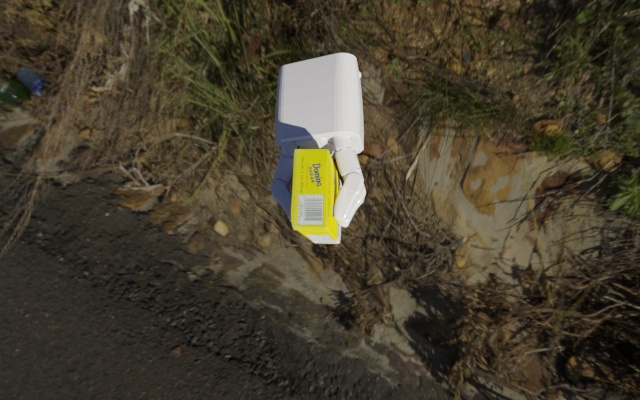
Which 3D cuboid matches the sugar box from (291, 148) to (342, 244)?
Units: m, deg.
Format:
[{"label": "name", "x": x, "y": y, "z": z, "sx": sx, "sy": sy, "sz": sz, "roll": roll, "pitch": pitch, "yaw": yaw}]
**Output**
[{"label": "sugar box", "x": 0.001, "y": 0.002, "z": 0.610, "sx": 0.048, "sy": 0.093, "sz": 0.176, "roll": 1, "pitch": -10, "yaw": 10}]
